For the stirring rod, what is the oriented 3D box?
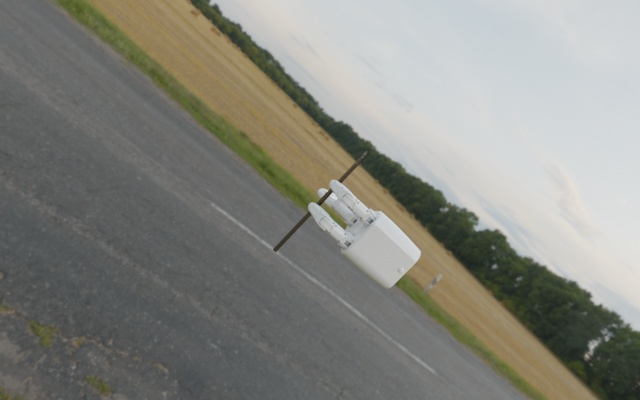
[{"bbox_3d":[0.000,0.003,0.837,0.011,0.239,0.011,43,7,-6],"label":"stirring rod"}]
